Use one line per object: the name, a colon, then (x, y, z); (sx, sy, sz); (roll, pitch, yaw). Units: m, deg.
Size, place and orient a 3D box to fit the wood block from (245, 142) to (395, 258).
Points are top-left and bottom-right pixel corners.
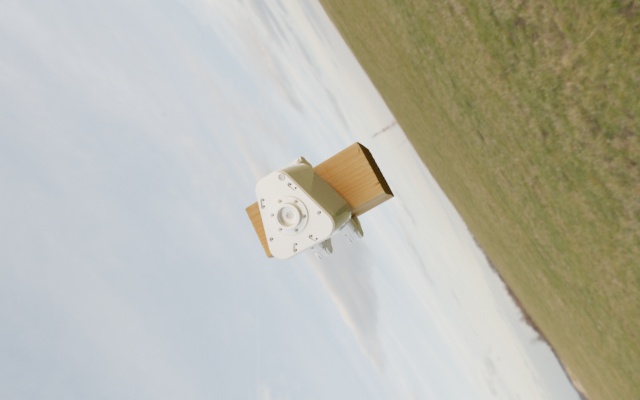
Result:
wood block: (0.000, 0.002, 0.754); (0.206, 0.091, 0.090); (-29, -11, 15)
